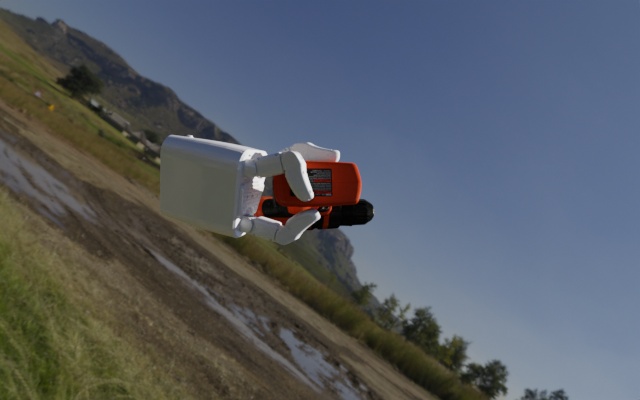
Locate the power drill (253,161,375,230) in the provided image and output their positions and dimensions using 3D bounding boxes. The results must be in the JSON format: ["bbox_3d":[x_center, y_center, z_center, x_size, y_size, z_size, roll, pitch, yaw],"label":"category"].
[{"bbox_3d":[0.000,0.002,0.652,0.184,0.057,0.188,-2,-15,-8],"label":"power drill"}]
